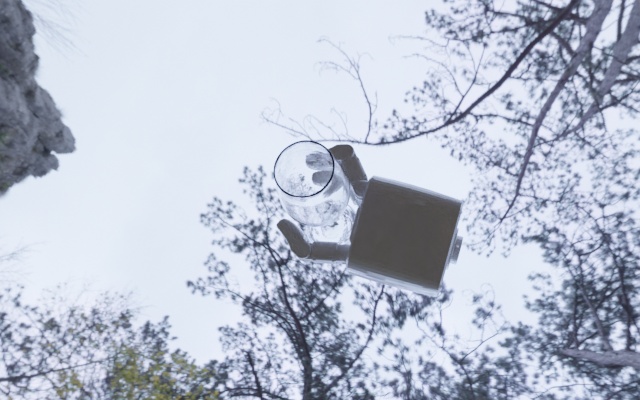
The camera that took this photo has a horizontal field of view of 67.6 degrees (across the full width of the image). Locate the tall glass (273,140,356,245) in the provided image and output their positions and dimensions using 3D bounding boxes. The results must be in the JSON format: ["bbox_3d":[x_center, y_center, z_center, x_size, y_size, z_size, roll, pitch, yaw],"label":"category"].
[{"bbox_3d":[0.000,0.002,0.558,0.079,0.079,0.201,0,-20,11],"label":"tall glass"}]
